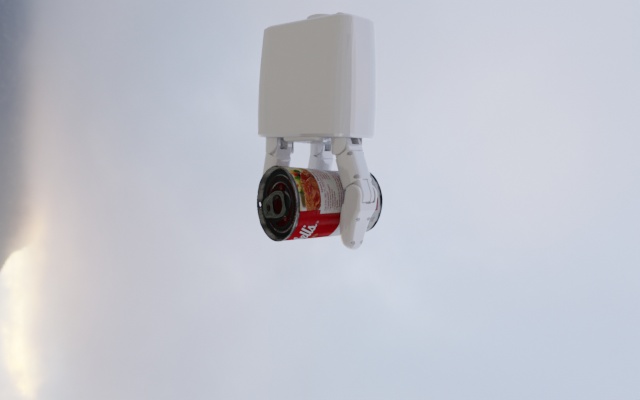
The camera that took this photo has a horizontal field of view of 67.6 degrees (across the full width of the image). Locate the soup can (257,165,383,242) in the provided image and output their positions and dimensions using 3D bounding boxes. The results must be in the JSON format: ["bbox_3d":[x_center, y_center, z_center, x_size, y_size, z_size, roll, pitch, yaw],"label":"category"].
[{"bbox_3d":[0.000,0.002,0.454,0.102,0.068,0.068,-2,1,-37],"label":"soup can"}]
